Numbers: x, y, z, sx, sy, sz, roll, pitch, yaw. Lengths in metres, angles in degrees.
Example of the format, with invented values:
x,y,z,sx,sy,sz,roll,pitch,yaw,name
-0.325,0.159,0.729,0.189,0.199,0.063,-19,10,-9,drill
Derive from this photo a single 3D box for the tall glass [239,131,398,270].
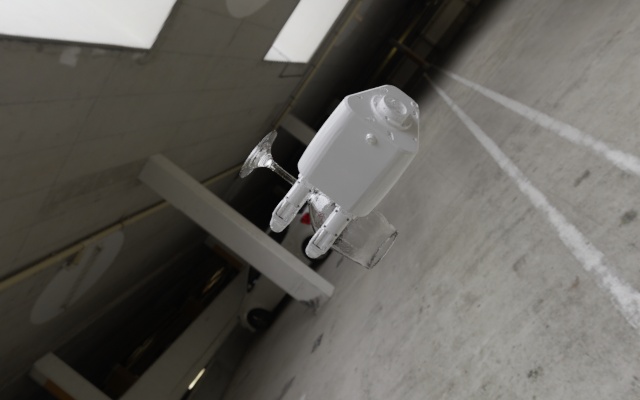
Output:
x,y,z,sx,sy,sz,roll,pitch,yaw,name
0.000,0.002,0.600,0.201,0.079,0.079,38,0,1,tall glass
